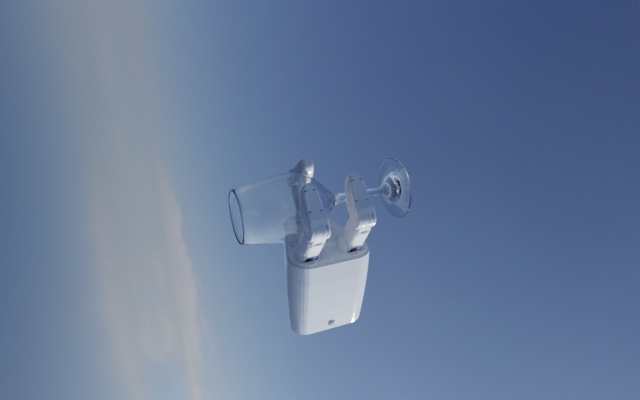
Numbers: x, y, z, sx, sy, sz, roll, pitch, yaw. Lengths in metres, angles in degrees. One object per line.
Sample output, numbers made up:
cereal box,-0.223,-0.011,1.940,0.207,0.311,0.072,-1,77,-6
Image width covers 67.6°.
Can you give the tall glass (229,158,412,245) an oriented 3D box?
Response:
tall glass,0.001,0.002,0.550,0.201,0.079,0.079,-10,4,-21
